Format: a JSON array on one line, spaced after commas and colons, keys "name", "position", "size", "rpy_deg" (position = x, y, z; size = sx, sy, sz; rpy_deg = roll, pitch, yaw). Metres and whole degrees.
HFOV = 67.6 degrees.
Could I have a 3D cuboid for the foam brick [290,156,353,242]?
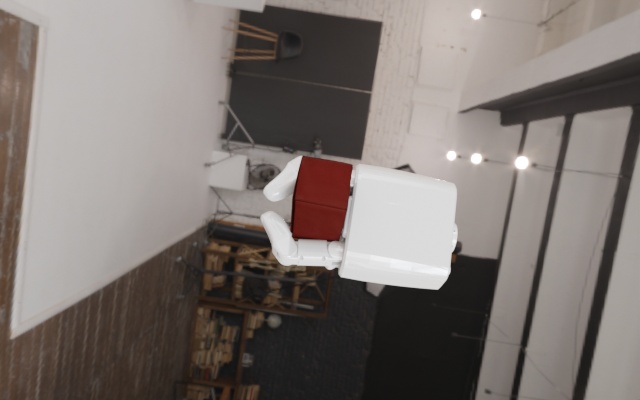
[{"name": "foam brick", "position": [0.000, 0.001, 0.471], "size": [0.051, 0.053, 0.078], "rpy_deg": [10, -31, 1]}]
